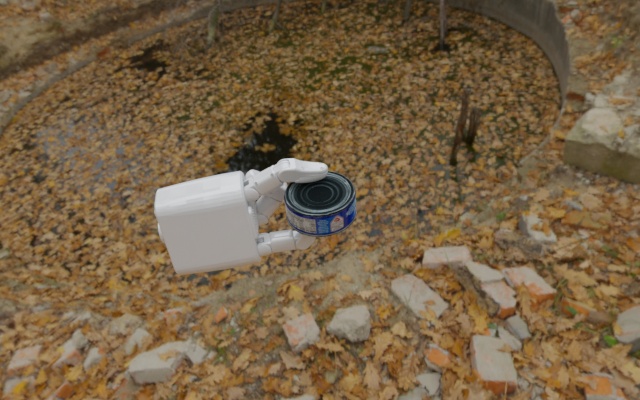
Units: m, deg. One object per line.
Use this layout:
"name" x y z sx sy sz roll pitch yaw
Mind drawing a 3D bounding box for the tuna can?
"tuna can" 0.000 0.001 0.567 0.086 0.034 0.086 -3 41 2
